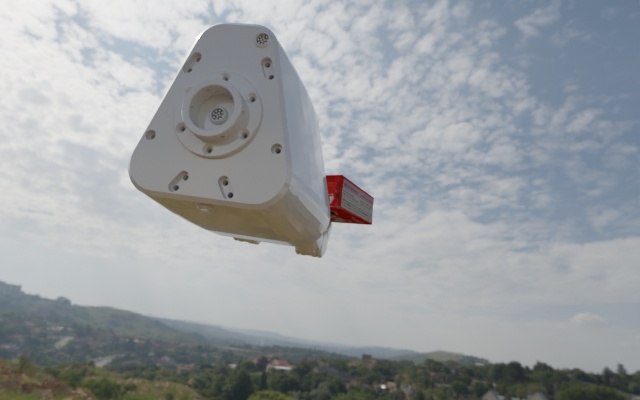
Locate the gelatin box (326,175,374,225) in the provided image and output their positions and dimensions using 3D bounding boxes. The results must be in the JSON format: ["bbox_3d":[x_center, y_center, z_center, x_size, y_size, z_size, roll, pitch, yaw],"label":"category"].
[{"bbox_3d":[0.000,0.001,0.428,0.073,0.030,0.089,1,-10,24],"label":"gelatin box"}]
